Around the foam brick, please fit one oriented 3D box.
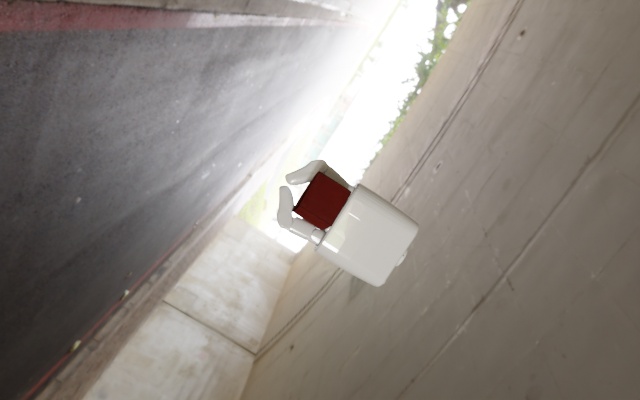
[{"bbox_3d":[0.000,0.002,0.629,0.051,0.053,0.078,33,-11,-4],"label":"foam brick"}]
